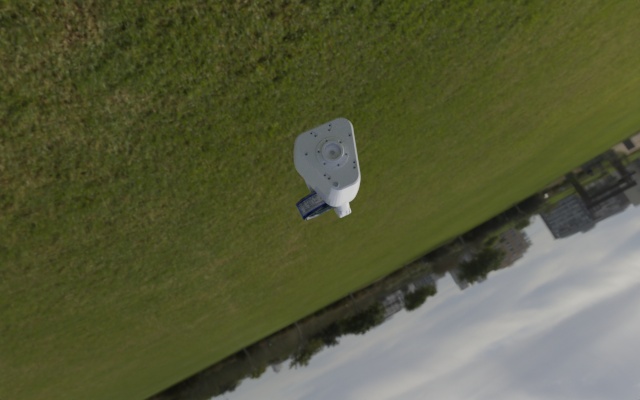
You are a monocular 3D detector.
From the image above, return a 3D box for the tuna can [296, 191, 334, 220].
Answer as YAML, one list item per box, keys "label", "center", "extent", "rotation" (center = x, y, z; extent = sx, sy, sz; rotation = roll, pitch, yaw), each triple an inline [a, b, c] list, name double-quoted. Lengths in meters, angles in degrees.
- label: "tuna can"
  center: [0.000, 0.003, 0.871]
  extent: [0.086, 0.033, 0.086]
  rotation: [-27, -8, -4]
